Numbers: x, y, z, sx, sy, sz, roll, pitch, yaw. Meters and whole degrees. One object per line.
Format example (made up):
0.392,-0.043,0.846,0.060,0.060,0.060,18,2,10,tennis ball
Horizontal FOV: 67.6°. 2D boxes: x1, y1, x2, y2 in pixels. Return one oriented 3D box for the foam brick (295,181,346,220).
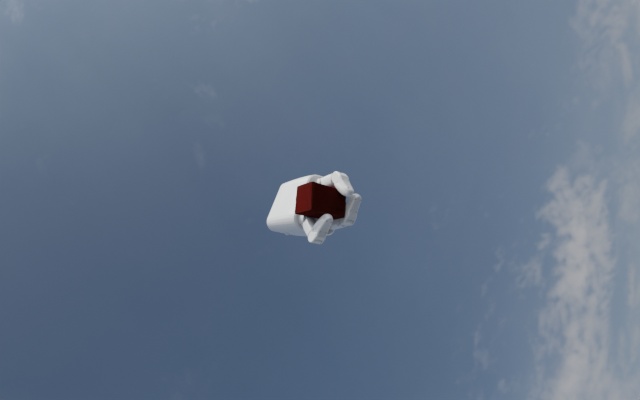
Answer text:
0.000,0.003,0.849,0.078,0.053,0.051,15,-16,-36,foam brick
